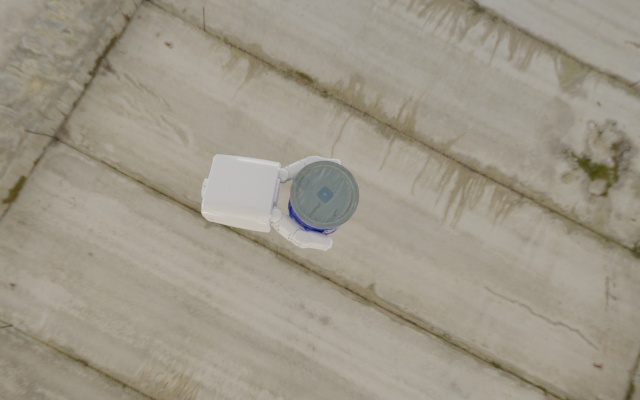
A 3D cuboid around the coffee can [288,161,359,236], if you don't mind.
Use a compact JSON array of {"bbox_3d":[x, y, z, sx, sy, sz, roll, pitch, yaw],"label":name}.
[{"bbox_3d":[0.000,0.002,0.770,0.103,0.103,0.140,0,-10,-5],"label":"coffee can"}]
